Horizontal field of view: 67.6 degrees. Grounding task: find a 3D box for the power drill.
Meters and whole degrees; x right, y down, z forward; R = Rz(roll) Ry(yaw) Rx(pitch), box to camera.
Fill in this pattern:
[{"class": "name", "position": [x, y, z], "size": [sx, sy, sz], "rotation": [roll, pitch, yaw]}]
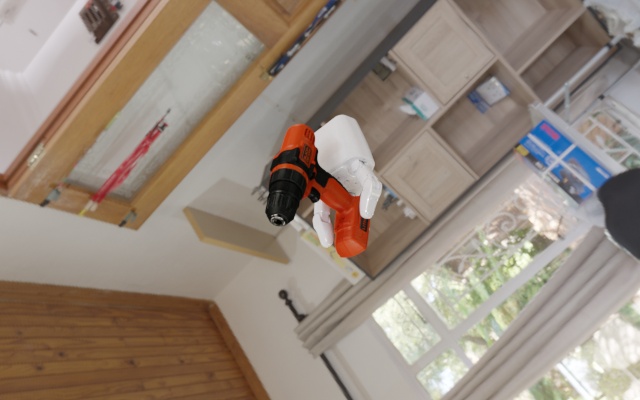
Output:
[{"class": "power drill", "position": [0.000, 0.002, 0.698], "size": [0.057, 0.184, 0.188], "rotation": [-20, -51, 32]}]
